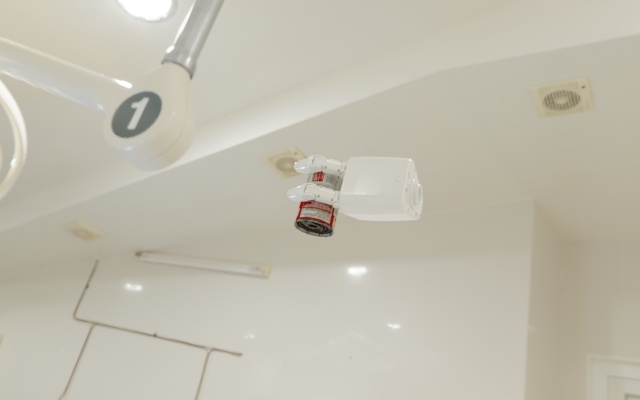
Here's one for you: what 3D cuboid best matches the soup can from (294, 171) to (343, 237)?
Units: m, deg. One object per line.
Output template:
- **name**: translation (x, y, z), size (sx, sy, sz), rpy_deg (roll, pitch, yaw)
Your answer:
- **soup can**: translation (0.000, 0.002, 0.816), size (0.068, 0.102, 0.068), rpy_deg (12, -23, 5)
